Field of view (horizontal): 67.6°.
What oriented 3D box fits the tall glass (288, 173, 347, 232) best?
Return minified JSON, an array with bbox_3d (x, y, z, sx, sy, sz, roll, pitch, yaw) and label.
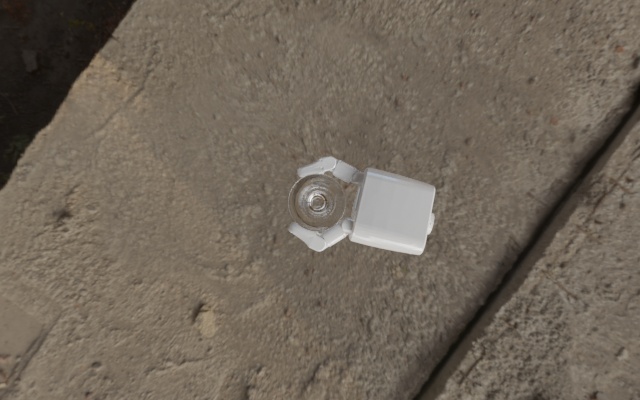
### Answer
[{"bbox_3d":[0.000,0.002,0.706,0.079,0.079,0.201,0,0,2],"label":"tall glass"}]
